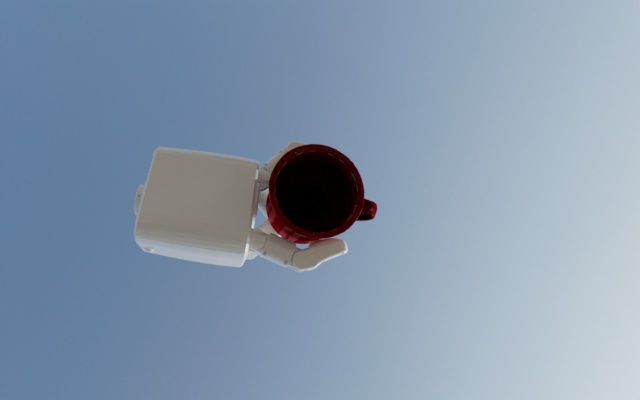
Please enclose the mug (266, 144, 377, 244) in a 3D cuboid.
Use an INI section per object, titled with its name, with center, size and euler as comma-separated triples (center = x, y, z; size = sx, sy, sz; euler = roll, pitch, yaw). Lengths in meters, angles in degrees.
[mug]
center = 0.001, 0.002, 0.491
size = 0.117, 0.093, 0.081
euler = 10, -15, -11
